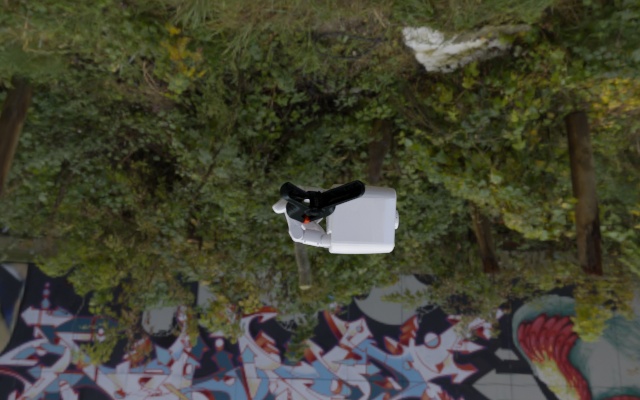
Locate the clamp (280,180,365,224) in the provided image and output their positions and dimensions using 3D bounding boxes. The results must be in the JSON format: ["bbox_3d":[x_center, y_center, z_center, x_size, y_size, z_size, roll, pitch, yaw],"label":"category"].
[{"bbox_3d":[0.000,0.003,0.728,0.120,0.039,0.171,1,-13,-3],"label":"clamp"}]
